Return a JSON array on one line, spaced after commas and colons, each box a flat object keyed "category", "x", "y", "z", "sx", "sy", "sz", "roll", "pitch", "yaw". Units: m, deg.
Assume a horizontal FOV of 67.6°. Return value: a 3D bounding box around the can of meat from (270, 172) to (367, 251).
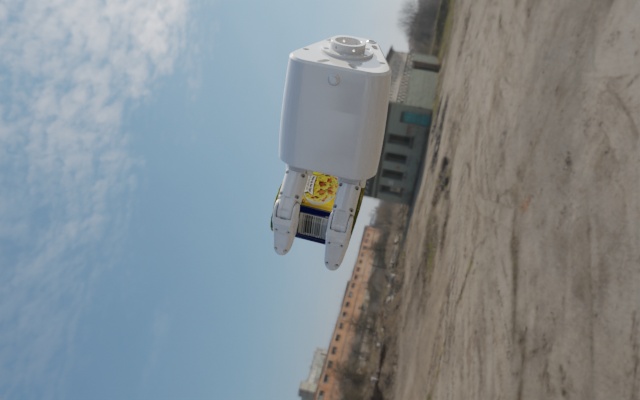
[{"category": "can of meat", "x": 0.000, "y": 0.002, "z": 0.527, "sx": 0.084, "sy": 0.057, "sz": 0.102, "roll": 14, "pitch": 39, "yaw": 8}]
